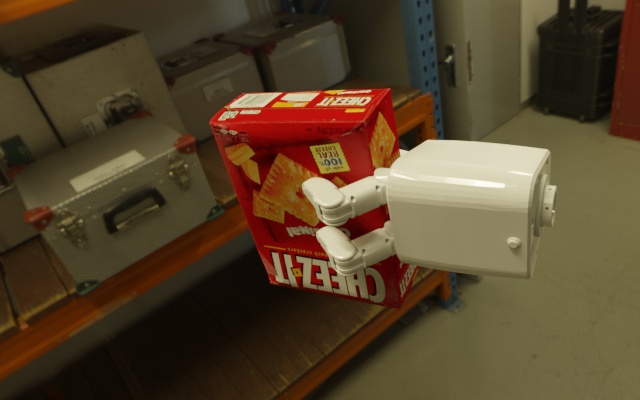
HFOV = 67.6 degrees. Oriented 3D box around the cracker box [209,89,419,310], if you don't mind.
[{"bbox_3d":[0.000,0.001,0.478,0.164,0.214,0.072,6,38,29],"label":"cracker box"}]
